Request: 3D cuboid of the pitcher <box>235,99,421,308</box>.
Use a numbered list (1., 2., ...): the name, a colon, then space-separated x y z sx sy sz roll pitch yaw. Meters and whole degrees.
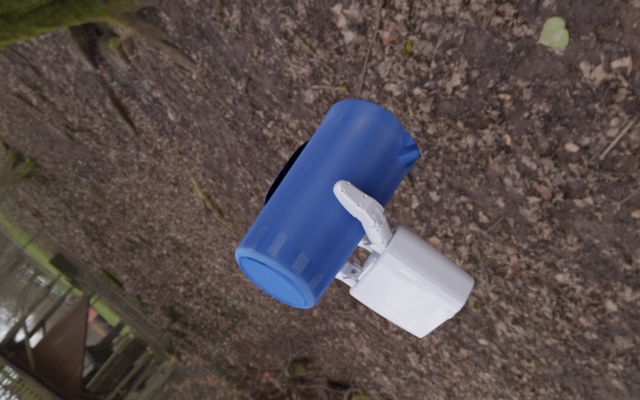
1. pitcher: 0.000 0.002 0.585 0.145 0.242 0.149 35 -27 2
